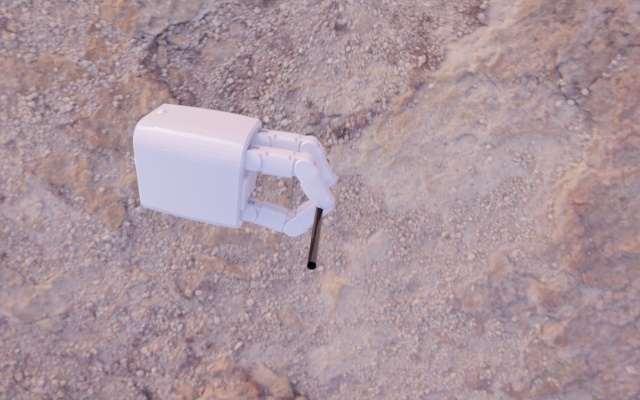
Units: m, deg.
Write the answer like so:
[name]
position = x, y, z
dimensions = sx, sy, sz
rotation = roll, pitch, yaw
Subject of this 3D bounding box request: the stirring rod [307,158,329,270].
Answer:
[stirring rod]
position = 0.000, 0.002, 0.490
dimensions = 0.011, 0.011, 0.239
rotation = 0, 25, 4
